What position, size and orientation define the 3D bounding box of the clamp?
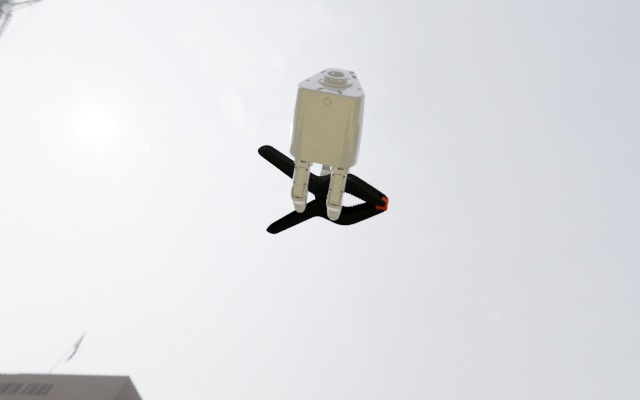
[{"bbox_3d":[0.001,0.002,0.757,0.210,0.165,0.036,12,37,7],"label":"clamp"}]
